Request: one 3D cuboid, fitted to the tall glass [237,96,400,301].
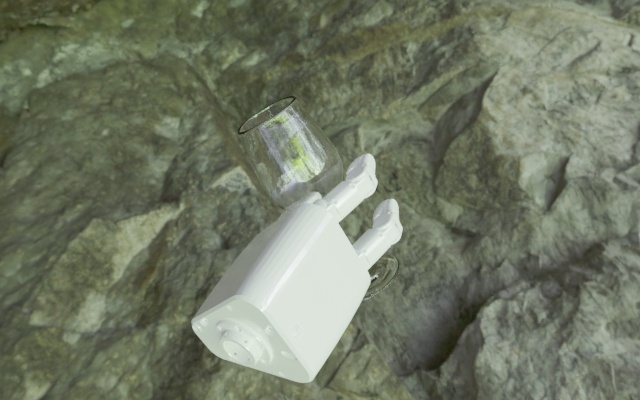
[{"bbox_3d":[0.000,0.002,0.463,0.079,0.201,0.079,-27,22,12],"label":"tall glass"}]
